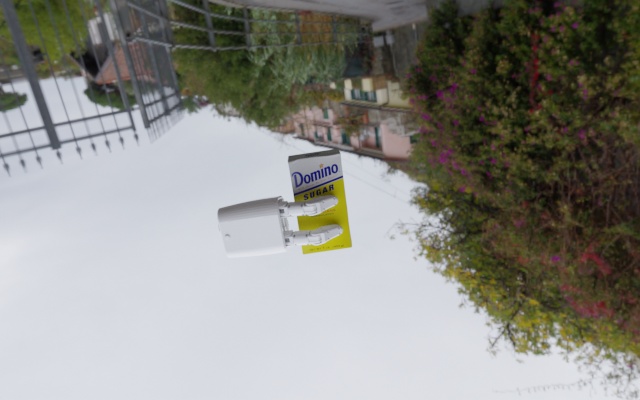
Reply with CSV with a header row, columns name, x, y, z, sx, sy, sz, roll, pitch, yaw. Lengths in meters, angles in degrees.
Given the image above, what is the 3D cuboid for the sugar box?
name,x,y,z,sx,sy,sz,roll,pitch,yaw
sugar box,0.000,0.003,0.846,0.093,0.176,0.048,-9,20,0
